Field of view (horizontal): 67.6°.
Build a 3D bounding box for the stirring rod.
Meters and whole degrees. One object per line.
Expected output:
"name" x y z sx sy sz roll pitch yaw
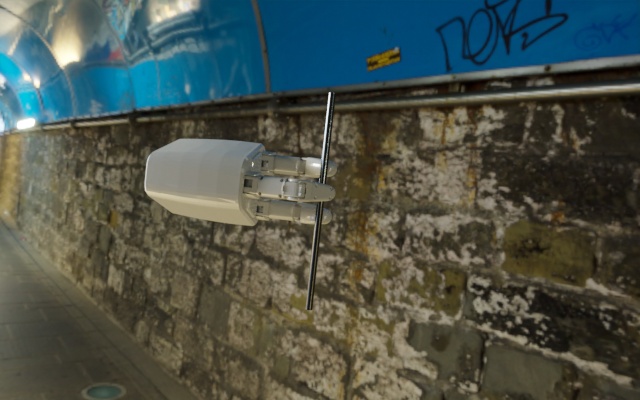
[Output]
"stirring rod" 0.000 0.002 0.528 0.011 0.239 0.011 6 2 0
